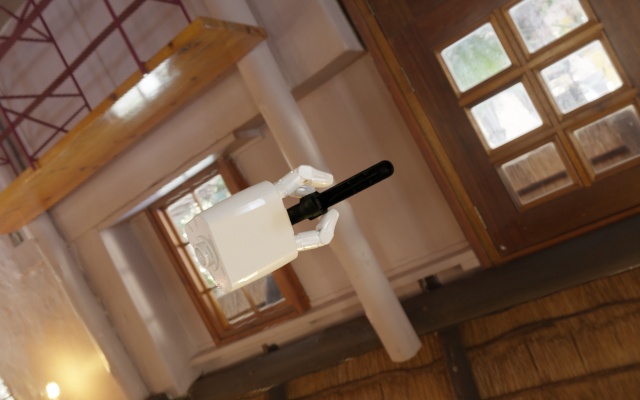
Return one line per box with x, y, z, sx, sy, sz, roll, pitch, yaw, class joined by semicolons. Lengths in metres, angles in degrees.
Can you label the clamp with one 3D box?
0.000;0.003;0.691;0.164;0.036;0.210;-26;-1;-33;clamp
